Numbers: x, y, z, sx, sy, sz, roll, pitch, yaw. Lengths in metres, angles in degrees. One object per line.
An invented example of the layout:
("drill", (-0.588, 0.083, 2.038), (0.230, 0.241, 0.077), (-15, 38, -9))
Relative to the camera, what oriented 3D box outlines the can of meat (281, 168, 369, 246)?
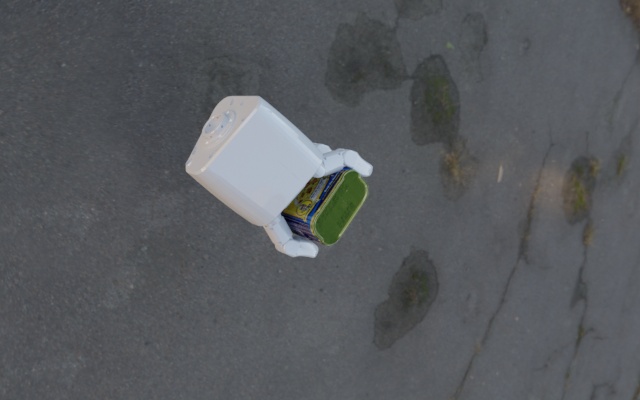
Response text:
("can of meat", (0.000, 0.002, 0.602), (0.084, 0.102, 0.057), (15, -25, 50))
